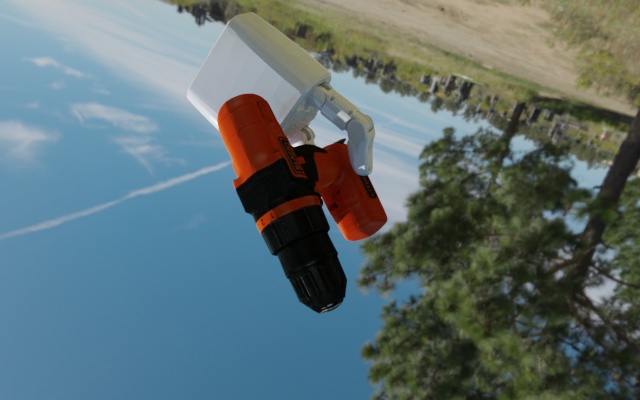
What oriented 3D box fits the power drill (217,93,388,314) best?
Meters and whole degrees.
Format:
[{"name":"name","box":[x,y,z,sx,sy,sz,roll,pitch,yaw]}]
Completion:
[{"name":"power drill","box":[0.000,0.001,0.433,0.057,0.184,0.187,-29,-14,20]}]
